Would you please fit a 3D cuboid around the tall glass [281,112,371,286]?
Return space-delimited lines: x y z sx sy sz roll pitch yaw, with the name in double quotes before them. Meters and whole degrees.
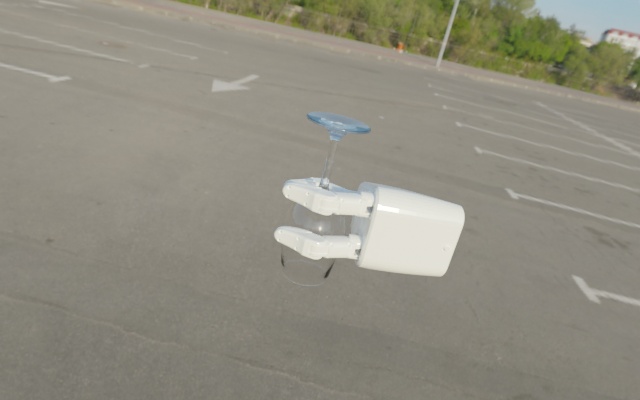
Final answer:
"tall glass" 0.000 0.001 0.572 0.079 0.201 0.079 12 22 -5
